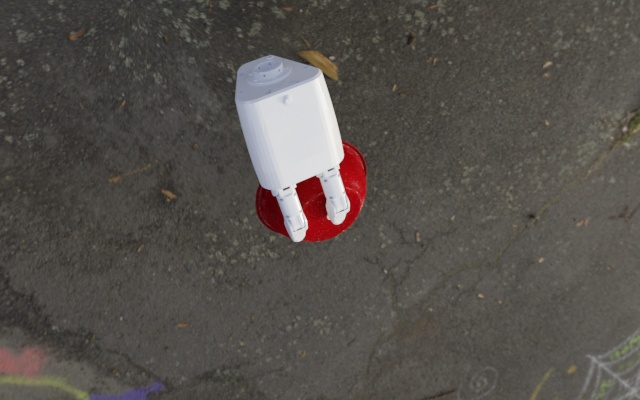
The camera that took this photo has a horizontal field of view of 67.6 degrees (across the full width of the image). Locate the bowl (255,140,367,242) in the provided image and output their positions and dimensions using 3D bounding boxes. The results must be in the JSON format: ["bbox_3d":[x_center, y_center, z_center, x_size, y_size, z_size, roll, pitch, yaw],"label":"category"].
[{"bbox_3d":[0.001,0.003,0.621,0.162,0.162,0.055,0,39,-32],"label":"bowl"}]
